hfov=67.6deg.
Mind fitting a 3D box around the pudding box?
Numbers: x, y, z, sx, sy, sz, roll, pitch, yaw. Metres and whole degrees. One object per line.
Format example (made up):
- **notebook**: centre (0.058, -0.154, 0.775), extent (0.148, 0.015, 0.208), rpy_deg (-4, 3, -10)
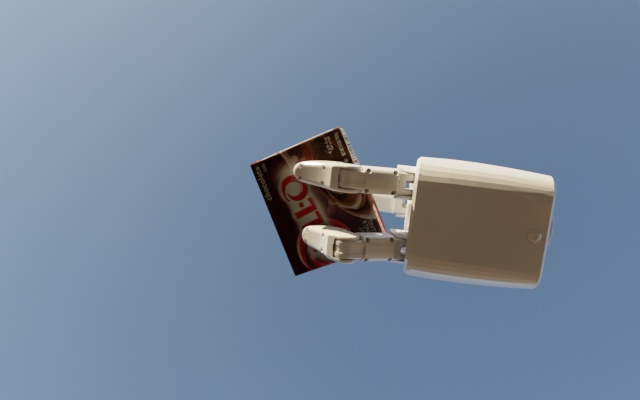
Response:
- **pudding box**: centre (0.000, 0.001, 0.434), extent (0.090, 0.113, 0.039), rpy_deg (-21, 1, 15)
